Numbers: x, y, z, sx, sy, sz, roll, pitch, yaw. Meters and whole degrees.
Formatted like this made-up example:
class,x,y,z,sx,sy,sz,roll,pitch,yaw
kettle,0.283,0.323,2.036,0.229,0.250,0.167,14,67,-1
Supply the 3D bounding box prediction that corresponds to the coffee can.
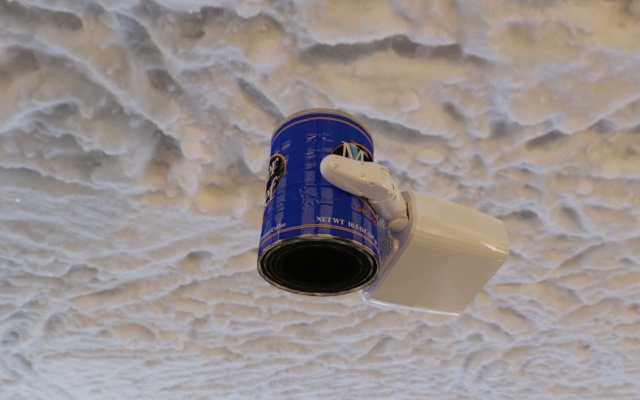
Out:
class,x,y,z,sx,sy,sz,roll,pitch,yaw
coffee can,0.000,0.001,0.434,0.103,0.140,0.103,1,-36,1
